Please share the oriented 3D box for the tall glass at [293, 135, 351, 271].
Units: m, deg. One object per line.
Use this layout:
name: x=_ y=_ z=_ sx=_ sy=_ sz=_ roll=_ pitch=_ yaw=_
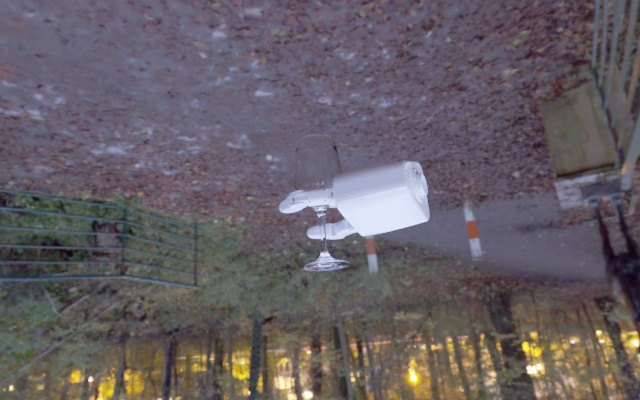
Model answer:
tall glass: x=0.000 y=0.003 z=0.731 sx=0.079 sy=0.201 sz=0.079 roll=-5 pitch=-18 yaw=-1
